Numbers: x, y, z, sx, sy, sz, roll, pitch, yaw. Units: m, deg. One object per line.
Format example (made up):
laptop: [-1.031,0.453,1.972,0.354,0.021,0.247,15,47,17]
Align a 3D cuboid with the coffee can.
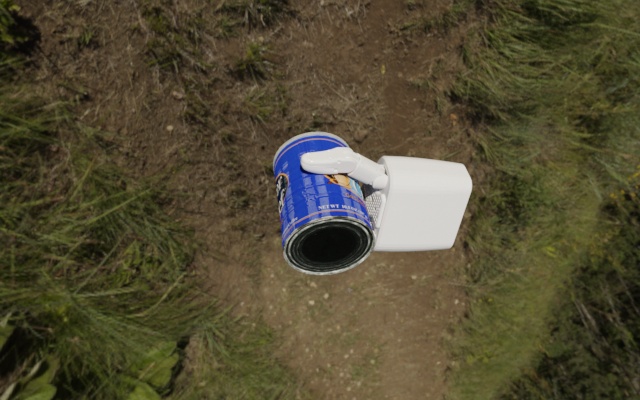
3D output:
coffee can: [0.000,0.002,0.567,0.103,0.140,0.103,-6,-42,-6]
